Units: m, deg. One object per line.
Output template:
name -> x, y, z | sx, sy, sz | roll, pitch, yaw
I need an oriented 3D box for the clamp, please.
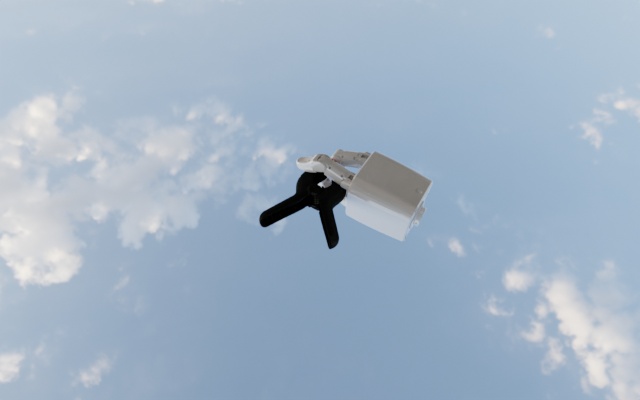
clamp -> 0.000, 0.003, 0.726 | 0.120, 0.039, 0.171 | 28, 52, 13
